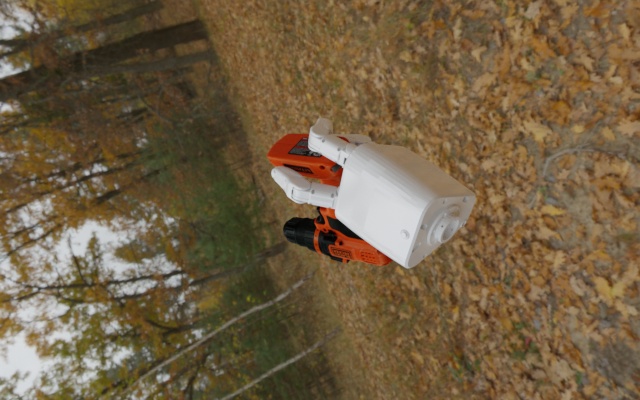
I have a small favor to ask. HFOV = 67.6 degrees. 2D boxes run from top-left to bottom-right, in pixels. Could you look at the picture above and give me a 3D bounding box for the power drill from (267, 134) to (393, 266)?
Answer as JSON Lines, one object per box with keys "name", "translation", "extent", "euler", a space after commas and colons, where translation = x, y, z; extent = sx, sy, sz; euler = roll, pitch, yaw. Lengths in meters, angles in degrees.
{"name": "power drill", "translation": [0.000, 0.002, 0.632], "extent": [0.184, 0.188, 0.057], "euler": [8, 47, 35]}
